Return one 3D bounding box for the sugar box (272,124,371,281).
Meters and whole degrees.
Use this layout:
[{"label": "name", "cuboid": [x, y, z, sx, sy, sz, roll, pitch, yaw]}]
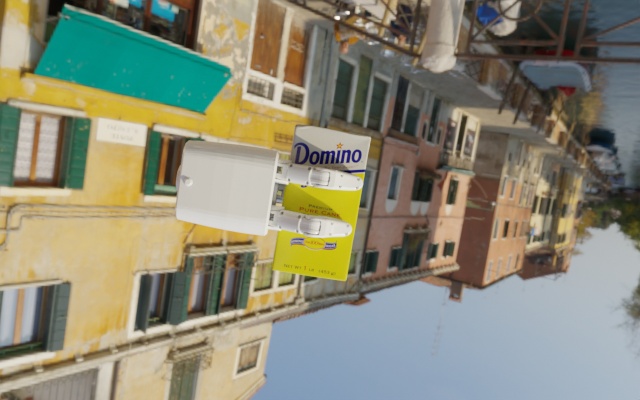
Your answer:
[{"label": "sugar box", "cuboid": [0.000, 0.002, 0.579, 0.093, 0.176, 0.048, 9, 5, -4]}]
